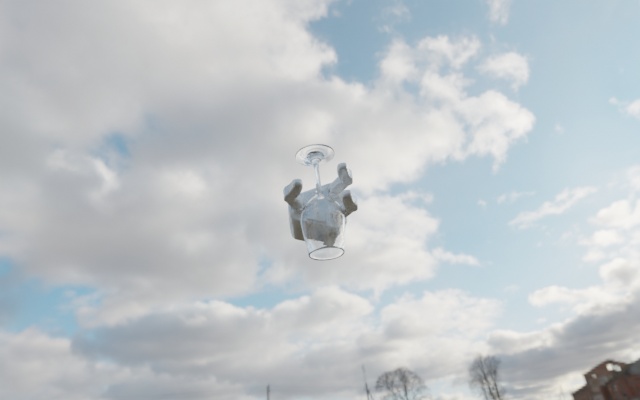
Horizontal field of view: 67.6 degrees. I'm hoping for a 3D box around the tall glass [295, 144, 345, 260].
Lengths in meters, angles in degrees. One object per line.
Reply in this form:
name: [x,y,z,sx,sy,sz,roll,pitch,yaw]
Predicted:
tall glass: [0.000,0.002,0.853,0.079,0.201,0.079,-5,-27,-3]
